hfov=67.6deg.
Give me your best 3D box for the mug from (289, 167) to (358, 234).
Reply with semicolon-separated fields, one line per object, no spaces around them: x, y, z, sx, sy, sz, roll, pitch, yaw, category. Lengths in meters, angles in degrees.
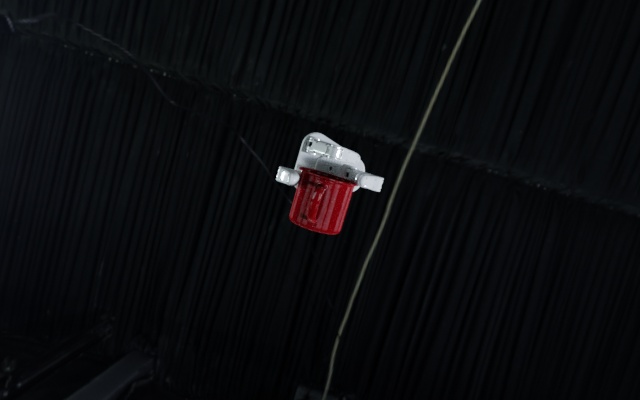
0.000;0.003;0.709;0.093;0.081;0.117;17;7;4;mug
